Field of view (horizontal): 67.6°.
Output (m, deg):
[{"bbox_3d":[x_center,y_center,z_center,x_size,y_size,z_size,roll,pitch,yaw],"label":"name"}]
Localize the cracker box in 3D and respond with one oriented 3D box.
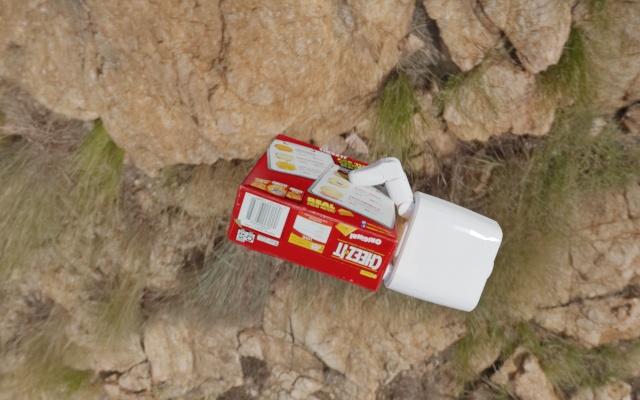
[{"bbox_3d":[0.000,0.002,0.561,0.164,0.072,0.213,19,22,-2],"label":"cracker box"}]
